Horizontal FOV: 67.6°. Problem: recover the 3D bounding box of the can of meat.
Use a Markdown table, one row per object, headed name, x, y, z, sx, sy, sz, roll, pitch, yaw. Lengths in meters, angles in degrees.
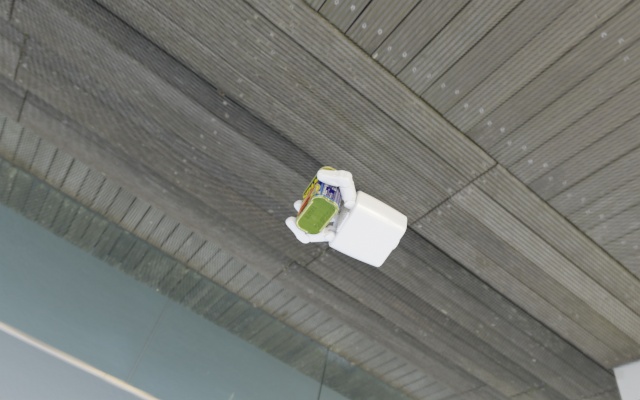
| name | x | y | z | sx | sy | sz | roll | pitch | yaw |
| --- | --- | --- | --- | --- | --- | --- | --- | --- | --- |
| can of meat | 0.000 | 0.003 | 0.873 | 0.057 | 0.084 | 0.102 | 28 | -49 | -11 |
